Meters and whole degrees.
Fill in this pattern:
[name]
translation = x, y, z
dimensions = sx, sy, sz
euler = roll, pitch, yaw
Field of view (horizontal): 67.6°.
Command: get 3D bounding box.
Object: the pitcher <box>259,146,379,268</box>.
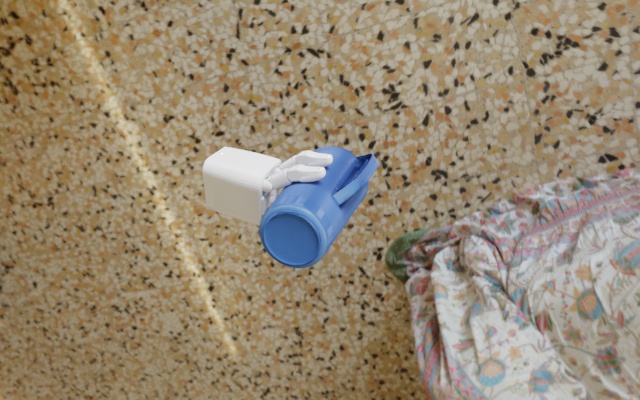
[pitcher]
translation = 0.000, 0.003, 0.794
dimensions = 0.145, 0.149, 0.242
euler = 16, 28, 10
